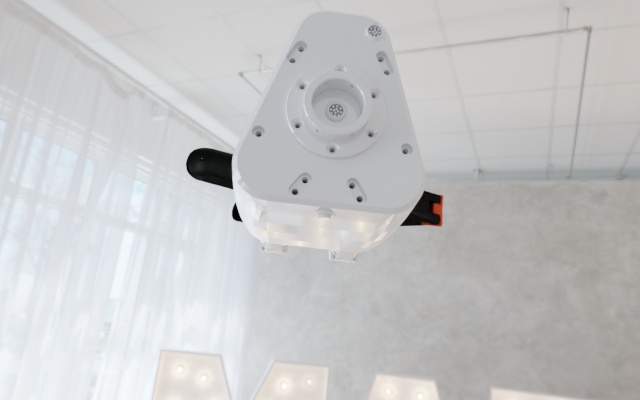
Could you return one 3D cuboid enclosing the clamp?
[{"bbox_3d":[0.001,0.001,0.427,0.210,0.036,0.164,7,-14,-3],"label":"clamp"}]
